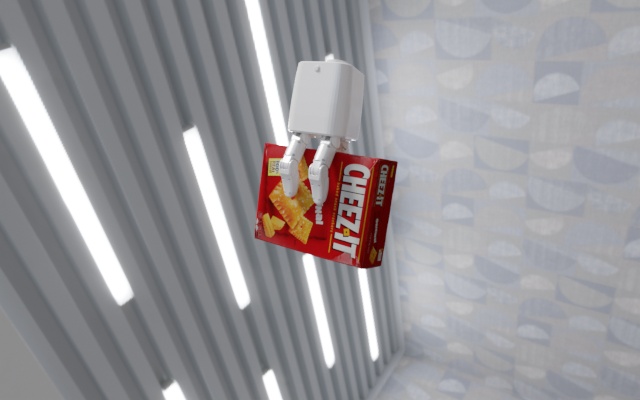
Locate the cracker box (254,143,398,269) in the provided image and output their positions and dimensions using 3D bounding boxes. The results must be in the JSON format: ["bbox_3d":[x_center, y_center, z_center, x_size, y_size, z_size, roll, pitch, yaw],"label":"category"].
[{"bbox_3d":[0.000,0.002,0.753,0.213,0.164,0.072,12,7,34],"label":"cracker box"}]
